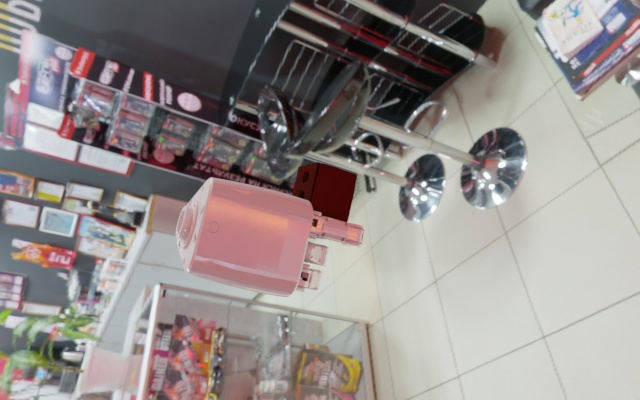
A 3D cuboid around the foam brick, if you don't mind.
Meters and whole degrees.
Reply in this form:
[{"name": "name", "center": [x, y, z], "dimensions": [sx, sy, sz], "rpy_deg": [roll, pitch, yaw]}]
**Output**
[{"name": "foam brick", "center": [0.000, 0.001, 0.532], "dimensions": [0.051, 0.078, 0.053], "rpy_deg": [16, -9, -25]}]
